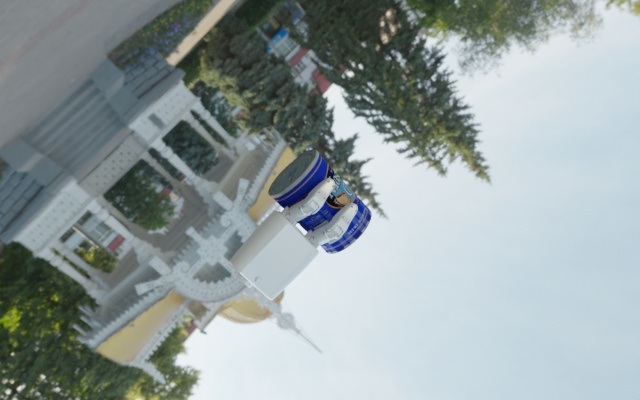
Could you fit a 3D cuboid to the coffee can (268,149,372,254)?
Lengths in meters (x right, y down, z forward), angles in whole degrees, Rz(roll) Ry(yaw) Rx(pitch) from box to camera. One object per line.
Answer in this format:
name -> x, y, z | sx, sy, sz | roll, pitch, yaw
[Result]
coffee can -> 0.000, 0.002, 0.773 | 0.140, 0.102, 0.103 | 46, -19, -19
